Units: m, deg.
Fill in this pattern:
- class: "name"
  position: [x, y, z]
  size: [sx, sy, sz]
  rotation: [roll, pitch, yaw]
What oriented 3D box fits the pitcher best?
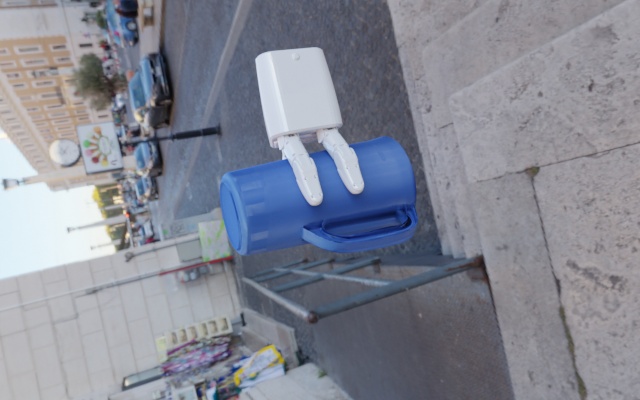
- class: "pitcher"
  position: [0.000, 0.002, 0.634]
  size: [0.243, 0.145, 0.149]
  rotation: [-12, 0, -22]
